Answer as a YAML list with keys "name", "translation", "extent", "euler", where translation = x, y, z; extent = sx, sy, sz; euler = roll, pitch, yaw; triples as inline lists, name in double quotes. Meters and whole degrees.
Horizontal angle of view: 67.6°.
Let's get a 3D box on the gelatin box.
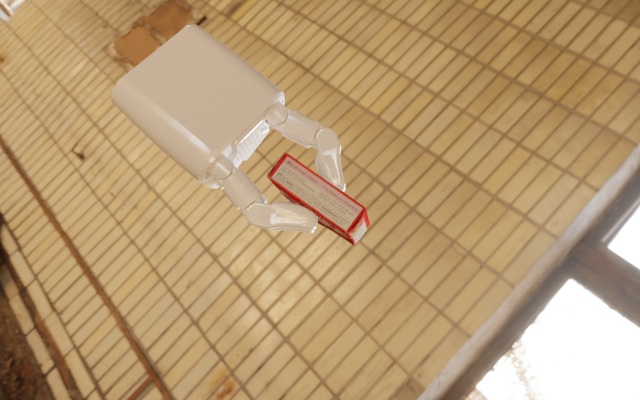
- name: "gelatin box"
  translation: [0.001, 0.001, 0.432]
  extent: [0.089, 0.030, 0.073]
  euler: [34, -6, 14]
